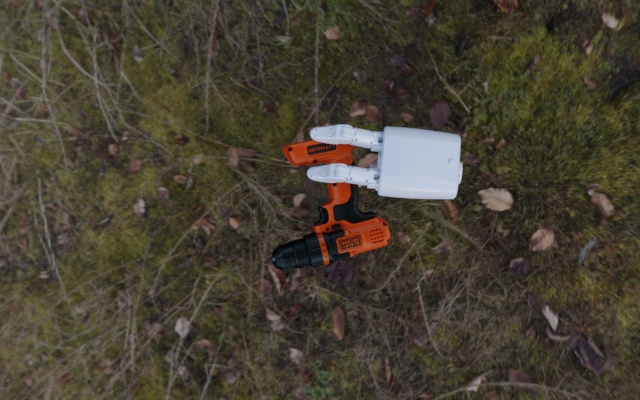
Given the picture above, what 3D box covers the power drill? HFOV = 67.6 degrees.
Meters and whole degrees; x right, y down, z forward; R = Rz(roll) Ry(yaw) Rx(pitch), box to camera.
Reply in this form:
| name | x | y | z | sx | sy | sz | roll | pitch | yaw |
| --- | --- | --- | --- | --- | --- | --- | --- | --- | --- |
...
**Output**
| name | x | y | z | sx | sy | sz | roll | pitch | yaw |
| --- | --- | --- | --- | --- | --- | --- | --- | --- | --- |
| power drill | 0.000 | 0.002 | 0.714 | 0.184 | 0.187 | 0.057 | -14 | 8 | -9 |
